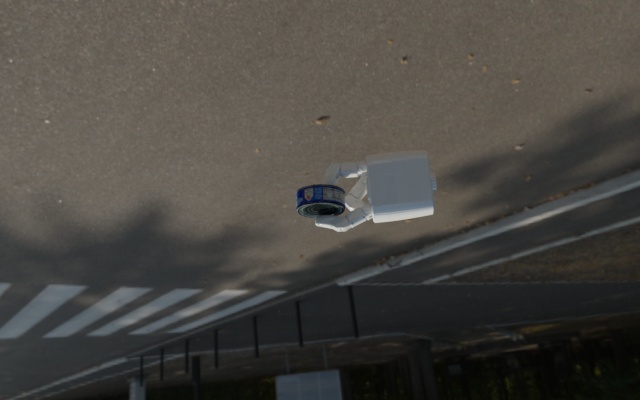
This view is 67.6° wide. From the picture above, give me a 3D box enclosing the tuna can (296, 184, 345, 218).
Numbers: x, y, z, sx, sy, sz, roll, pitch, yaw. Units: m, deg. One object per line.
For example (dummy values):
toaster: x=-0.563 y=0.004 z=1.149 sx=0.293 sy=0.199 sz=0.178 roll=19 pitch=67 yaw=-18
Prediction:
tuna can: x=0.000 y=0.003 z=0.823 sx=0.086 sy=0.033 sz=0.086 roll=-1 pitch=-20 yaw=0
